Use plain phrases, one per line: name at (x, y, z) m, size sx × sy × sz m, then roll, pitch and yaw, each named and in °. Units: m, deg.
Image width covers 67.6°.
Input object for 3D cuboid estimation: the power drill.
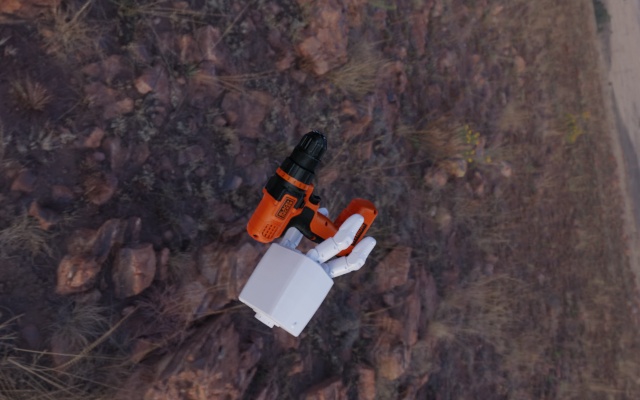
power drill at (0.000, 0.003, 0.744) m, size 0.188 × 0.184 × 0.057 m, roll 27°, pitch 12°, yaw -36°
